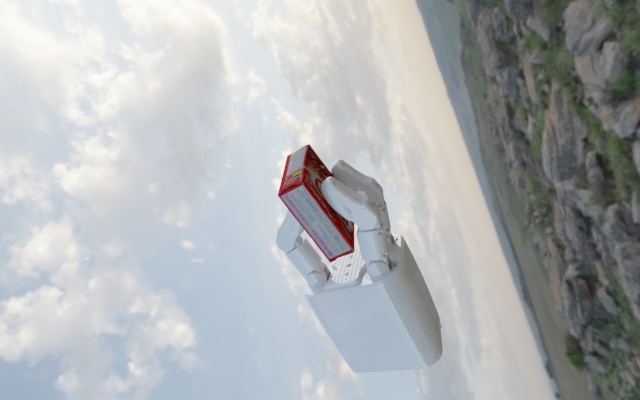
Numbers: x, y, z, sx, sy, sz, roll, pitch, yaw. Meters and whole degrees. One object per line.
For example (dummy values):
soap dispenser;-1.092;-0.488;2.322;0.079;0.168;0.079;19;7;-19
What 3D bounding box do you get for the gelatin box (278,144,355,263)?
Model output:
gelatin box;-0.001;0.001;0.448;0.030;0.089;0.073;-27;27;20
